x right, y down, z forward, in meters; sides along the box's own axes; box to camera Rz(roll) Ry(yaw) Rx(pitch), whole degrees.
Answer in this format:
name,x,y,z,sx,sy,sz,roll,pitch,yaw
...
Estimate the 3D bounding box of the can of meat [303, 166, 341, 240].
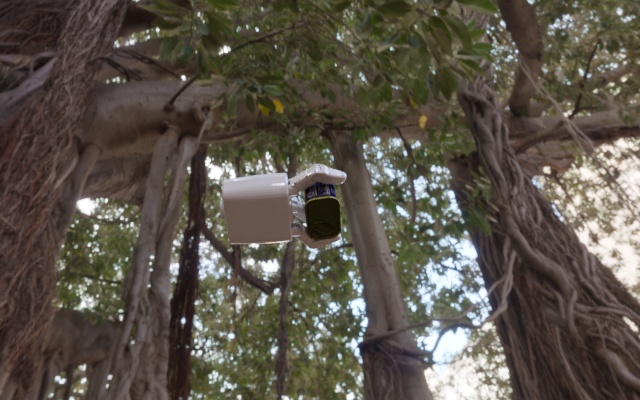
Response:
name,x,y,z,sx,sy,sz,roll,pitch,yaw
can of meat,0.000,0.002,0.812,0.057,0.083,0.102,-7,-44,-2
